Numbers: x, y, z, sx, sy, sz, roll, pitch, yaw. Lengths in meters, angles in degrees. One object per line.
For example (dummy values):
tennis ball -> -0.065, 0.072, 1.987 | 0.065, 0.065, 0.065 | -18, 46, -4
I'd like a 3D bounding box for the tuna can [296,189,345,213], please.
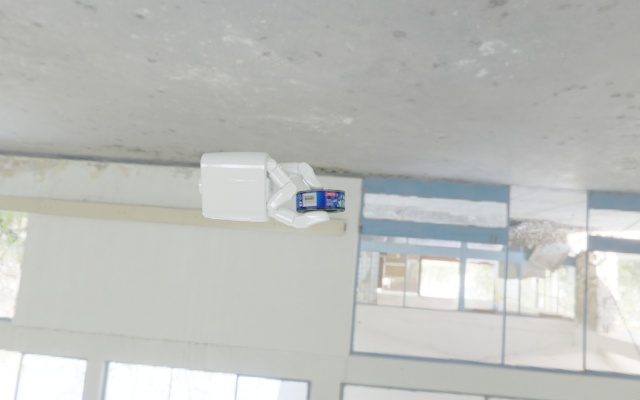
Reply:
tuna can -> 0.000, 0.003, 0.817 | 0.086, 0.033, 0.086 | -1, -7, 0
